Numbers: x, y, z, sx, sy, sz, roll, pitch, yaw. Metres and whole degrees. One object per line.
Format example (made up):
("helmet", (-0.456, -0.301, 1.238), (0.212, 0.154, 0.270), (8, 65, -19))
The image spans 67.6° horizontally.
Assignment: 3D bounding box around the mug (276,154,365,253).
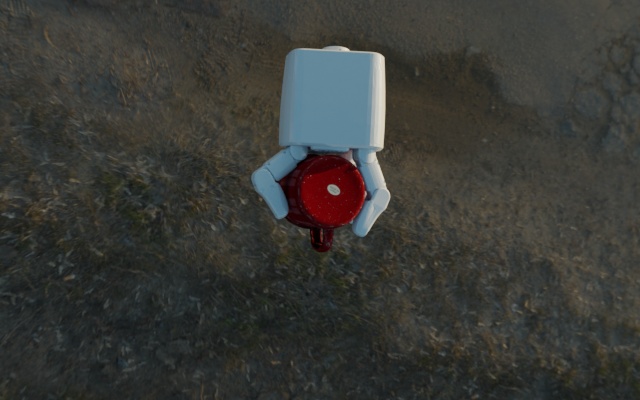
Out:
("mug", (0.000, 0.003, 0.551), (0.093, 0.117, 0.081), (1, 1, -18))
